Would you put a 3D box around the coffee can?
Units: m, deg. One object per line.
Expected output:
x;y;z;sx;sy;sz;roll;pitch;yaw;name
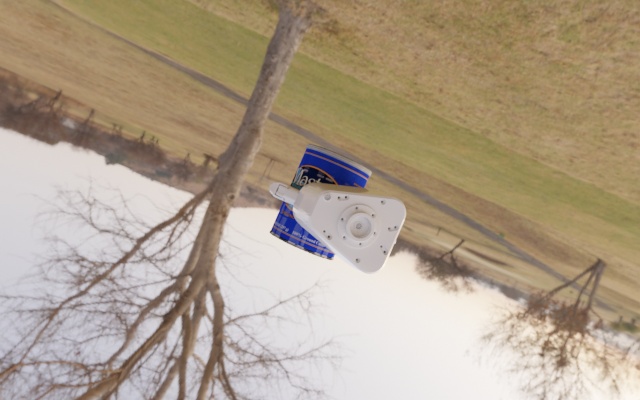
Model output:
0.000;0.002;0.697;0.103;0.140;0.103;24;0;0;coffee can
